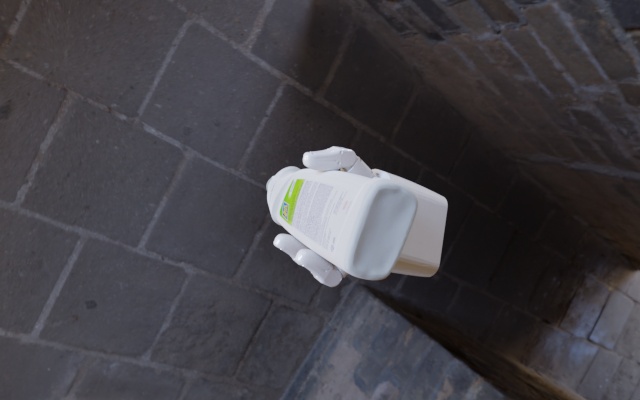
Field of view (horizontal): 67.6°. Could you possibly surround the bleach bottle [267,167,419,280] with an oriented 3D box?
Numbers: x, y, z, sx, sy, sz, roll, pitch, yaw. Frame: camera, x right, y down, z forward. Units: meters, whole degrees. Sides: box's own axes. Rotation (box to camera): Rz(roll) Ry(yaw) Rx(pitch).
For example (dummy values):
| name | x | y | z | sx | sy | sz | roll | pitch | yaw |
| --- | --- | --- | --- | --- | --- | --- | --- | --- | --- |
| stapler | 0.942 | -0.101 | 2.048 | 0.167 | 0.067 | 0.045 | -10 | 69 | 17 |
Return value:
| name | x | y | z | sx | sy | sz | roll | pitch | yaw |
| --- | --- | --- | --- | --- | --- | --- | --- | --- | --- |
| bleach bottle | 0.000 | 0.002 | 0.555 | 0.068 | 0.102 | 0.250 | 18 | 5 | -32 |
